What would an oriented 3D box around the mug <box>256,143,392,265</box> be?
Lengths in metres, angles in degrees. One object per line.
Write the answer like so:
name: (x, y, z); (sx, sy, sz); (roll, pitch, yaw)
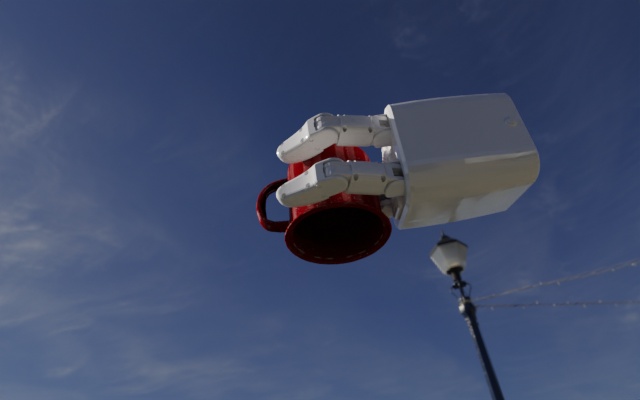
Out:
mug: (-0.001, 0.001, 0.437); (0.117, 0.081, 0.093); (-6, -38, -1)
